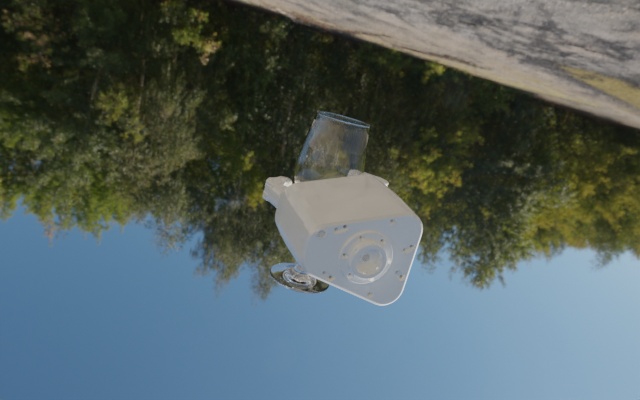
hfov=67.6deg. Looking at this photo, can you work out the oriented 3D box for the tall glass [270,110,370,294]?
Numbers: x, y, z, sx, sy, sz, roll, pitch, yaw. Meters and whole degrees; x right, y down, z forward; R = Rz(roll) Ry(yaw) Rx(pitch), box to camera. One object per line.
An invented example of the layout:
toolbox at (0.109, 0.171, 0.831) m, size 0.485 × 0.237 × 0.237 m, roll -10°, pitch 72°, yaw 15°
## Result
tall glass at (0.000, 0.002, 0.553) m, size 0.079 × 0.201 × 0.079 m, roll 14°, pitch 15°, yaw -4°
